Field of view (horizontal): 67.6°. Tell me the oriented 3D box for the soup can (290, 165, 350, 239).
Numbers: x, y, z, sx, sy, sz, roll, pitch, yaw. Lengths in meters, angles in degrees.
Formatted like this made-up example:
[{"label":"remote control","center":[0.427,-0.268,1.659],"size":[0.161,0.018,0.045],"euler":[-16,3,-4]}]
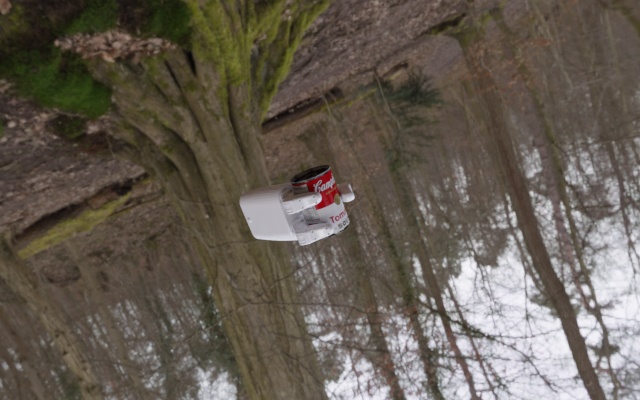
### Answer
[{"label":"soup can","center":[0.001,0.003,0.772],"size":[0.068,0.102,0.068],"euler":[-19,16,6]}]
